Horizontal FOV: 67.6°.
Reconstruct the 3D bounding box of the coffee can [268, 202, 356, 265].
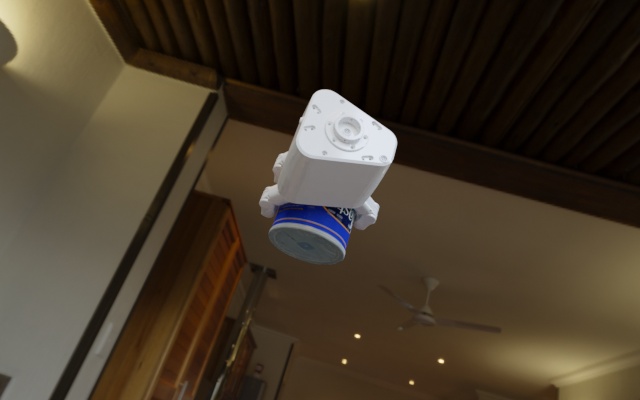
[{"bbox_3d":[0.000,0.002,0.650,0.103,0.140,0.103,14,-28,8],"label":"coffee can"}]
